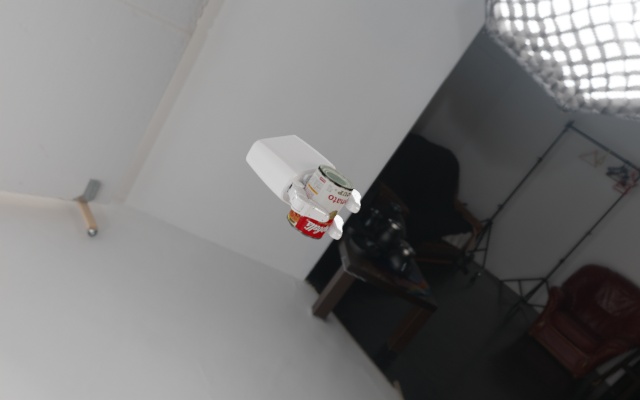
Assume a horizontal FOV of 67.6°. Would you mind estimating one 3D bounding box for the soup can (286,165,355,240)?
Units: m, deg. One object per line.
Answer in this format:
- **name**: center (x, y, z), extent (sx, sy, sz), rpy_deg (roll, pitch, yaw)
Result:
- **soup can**: center (0.001, 0.003, 0.762), extent (0.068, 0.102, 0.068), rpy_deg (30, 19, -11)
